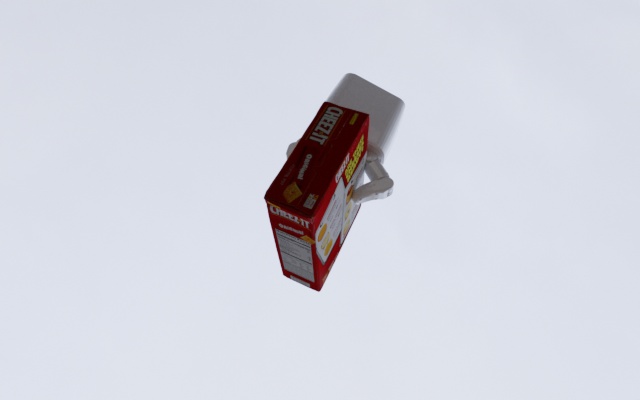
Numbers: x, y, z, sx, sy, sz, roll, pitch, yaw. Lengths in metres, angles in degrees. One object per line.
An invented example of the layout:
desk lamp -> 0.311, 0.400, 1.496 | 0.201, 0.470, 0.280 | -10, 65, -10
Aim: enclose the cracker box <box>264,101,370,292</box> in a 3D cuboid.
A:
cracker box -> 0.000, 0.002, 0.639 | 0.072, 0.164, 0.214 | 20, -29, 15
